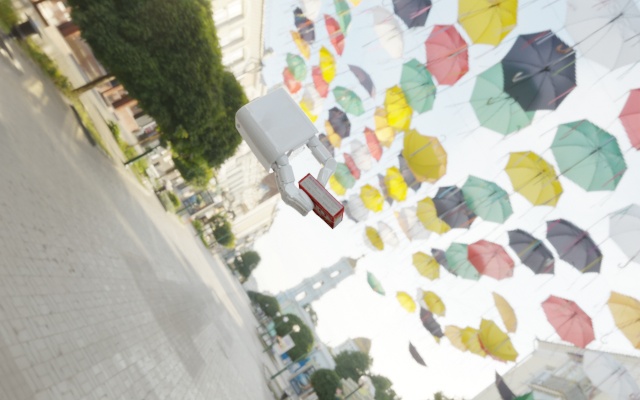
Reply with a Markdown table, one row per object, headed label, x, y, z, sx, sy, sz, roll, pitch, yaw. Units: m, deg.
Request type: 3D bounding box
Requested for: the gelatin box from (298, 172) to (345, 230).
| label | x | y | z | sx | sy | sz | roll | pitch | yaw |
| --- | --- | --- | --- | --- | --- | --- | --- | --- | --- |
| gelatin box | 0.001 | 0.003 | 0.819 | 0.030 | 0.089 | 0.073 | -43 | -14 | -14 |
